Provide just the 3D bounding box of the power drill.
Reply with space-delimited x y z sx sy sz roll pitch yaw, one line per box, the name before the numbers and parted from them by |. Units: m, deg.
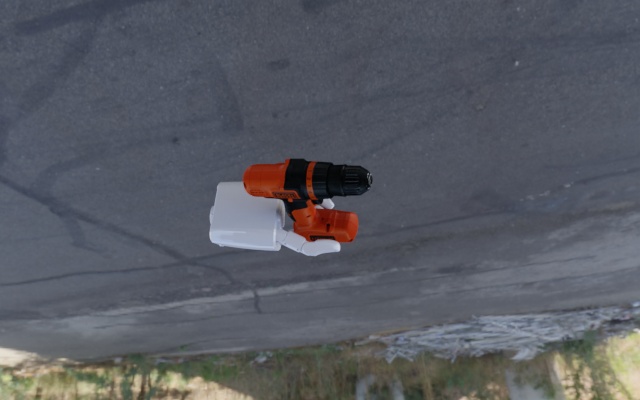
power drill | 0.000 0.003 0.712 0.184 0.057 0.188 3 -28 20
